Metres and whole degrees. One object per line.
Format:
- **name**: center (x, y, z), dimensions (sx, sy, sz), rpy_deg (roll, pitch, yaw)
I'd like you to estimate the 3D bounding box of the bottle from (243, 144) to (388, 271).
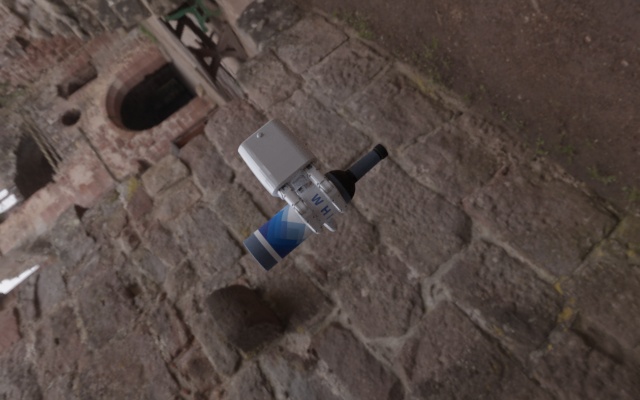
- **bottle**: center (0.000, 0.003, 0.836), dimensions (0.295, 0.069, 0.069), rpy_deg (-40, 5, -6)
